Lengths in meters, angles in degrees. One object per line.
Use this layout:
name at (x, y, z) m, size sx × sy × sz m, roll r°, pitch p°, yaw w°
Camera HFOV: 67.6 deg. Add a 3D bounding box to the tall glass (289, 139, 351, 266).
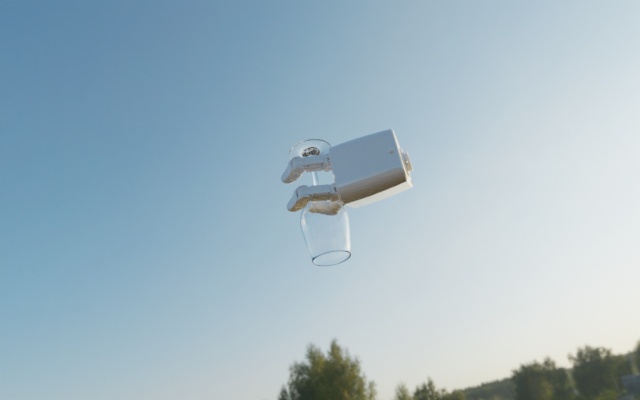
tall glass at (0.000, 0.002, 0.779) m, size 0.079 × 0.201 × 0.079 m, roll -9°, pitch -26°, yaw -4°
